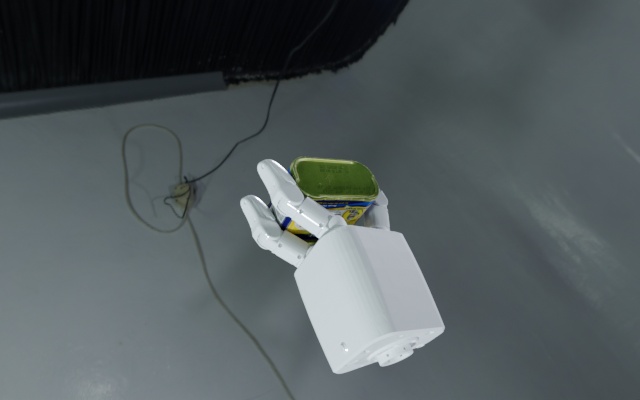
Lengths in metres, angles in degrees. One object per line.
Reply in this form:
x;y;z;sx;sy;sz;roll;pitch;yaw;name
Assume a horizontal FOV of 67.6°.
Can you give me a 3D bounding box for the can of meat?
0.000;0.001;0.506;0.102;0.057;0.084;1;-36;-30;can of meat
